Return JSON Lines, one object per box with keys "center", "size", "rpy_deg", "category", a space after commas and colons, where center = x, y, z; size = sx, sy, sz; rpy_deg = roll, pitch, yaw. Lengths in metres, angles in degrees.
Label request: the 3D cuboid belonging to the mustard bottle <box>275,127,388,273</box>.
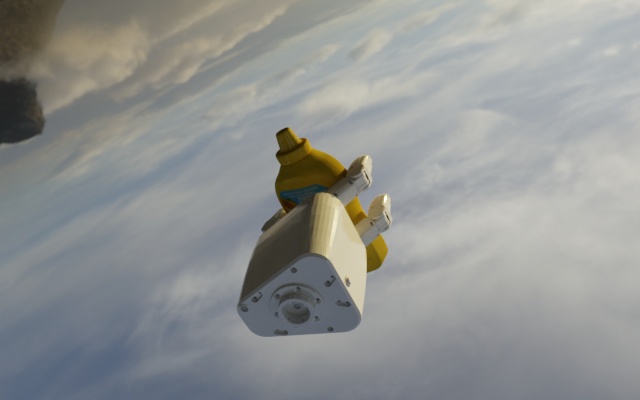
{"center": [0.000, 0.002, 0.558], "size": [0.096, 0.192, 0.058], "rpy_deg": [-9, 30, 38], "category": "mustard bottle"}
